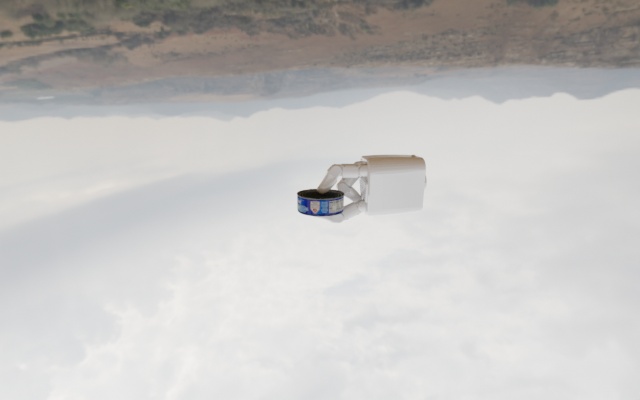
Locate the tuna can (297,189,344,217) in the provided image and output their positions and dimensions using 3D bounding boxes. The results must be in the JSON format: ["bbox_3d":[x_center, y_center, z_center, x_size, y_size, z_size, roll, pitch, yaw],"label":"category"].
[{"bbox_3d":[0.000,0.003,0.863,0.086,0.034,0.086,0,13,0],"label":"tuna can"}]
